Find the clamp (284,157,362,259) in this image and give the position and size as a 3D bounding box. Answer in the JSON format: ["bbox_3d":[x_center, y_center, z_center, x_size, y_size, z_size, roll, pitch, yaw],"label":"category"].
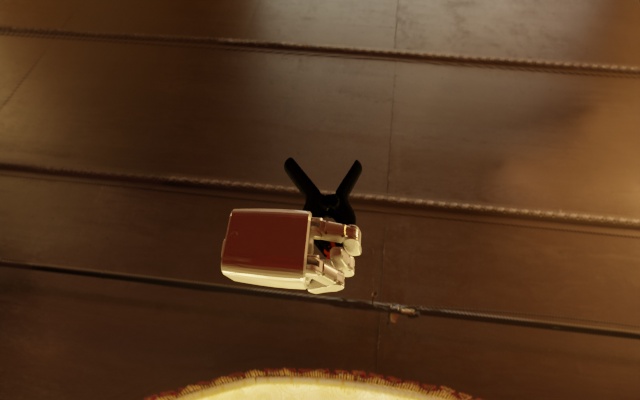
[{"bbox_3d":[0.000,0.003,0.700,0.120,0.171,0.039,5,-36,0],"label":"clamp"}]
